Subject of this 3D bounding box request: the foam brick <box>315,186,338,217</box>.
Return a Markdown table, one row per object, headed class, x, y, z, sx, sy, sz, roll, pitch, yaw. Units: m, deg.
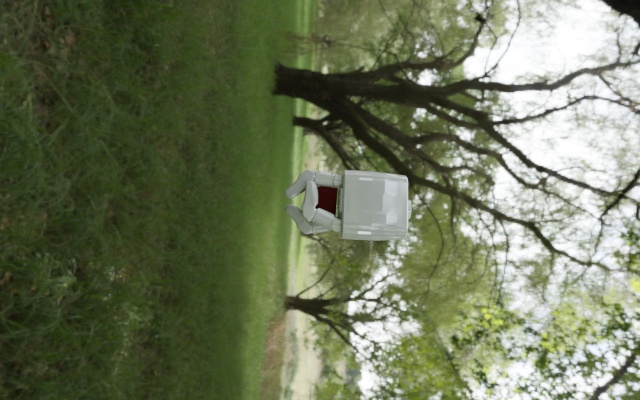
| class | x | y | z | sx | sy | sz | roll | pitch | yaw |
| --- | --- | --- | --- | --- | --- | --- | --- | --- | --- |
| foam brick | 0.000 | 0.003 | 0.810 | 0.051 | 0.053 | 0.078 | 4 | 2 | -2 |
